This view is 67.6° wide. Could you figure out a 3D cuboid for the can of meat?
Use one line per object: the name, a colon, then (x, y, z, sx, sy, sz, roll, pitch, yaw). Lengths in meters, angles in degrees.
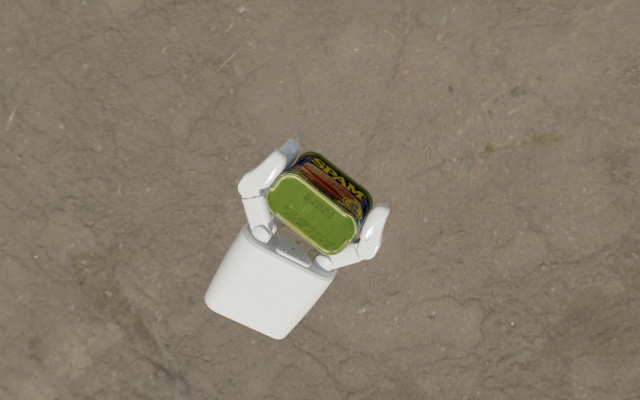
can of meat: (0.000, 0.002, 0.506, 0.102, 0.057, 0.084, 38, 24, 1)
